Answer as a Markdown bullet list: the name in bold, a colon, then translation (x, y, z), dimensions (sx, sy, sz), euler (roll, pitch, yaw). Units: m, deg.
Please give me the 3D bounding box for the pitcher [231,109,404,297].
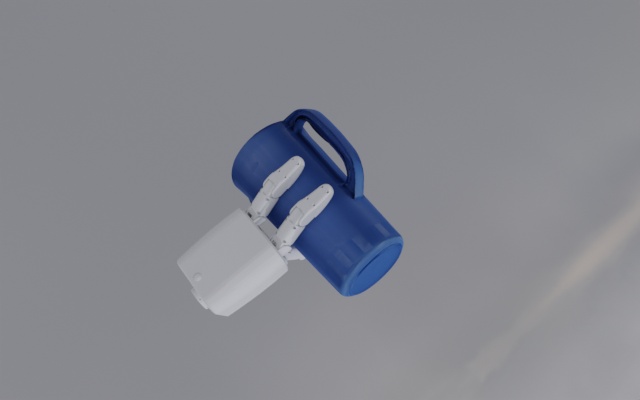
- **pitcher**: translation (0.000, 0.002, 0.650), dimensions (0.145, 0.242, 0.149), euler (-38, -26, -11)
